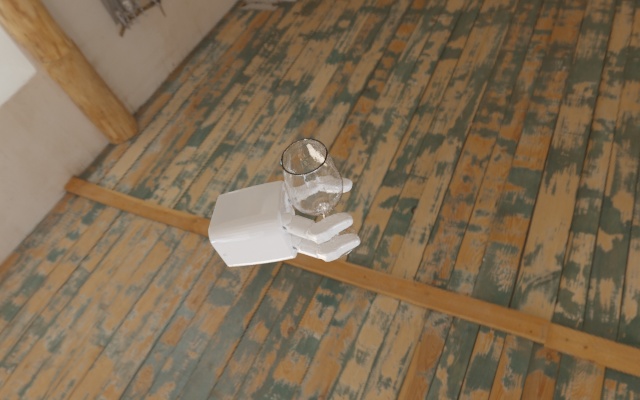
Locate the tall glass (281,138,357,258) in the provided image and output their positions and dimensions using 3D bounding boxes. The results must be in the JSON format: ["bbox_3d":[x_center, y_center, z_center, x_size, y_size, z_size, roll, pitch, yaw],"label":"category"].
[{"bbox_3d":[0.000,0.003,0.683,0.079,0.079,0.201,0,-36,15],"label":"tall glass"}]
